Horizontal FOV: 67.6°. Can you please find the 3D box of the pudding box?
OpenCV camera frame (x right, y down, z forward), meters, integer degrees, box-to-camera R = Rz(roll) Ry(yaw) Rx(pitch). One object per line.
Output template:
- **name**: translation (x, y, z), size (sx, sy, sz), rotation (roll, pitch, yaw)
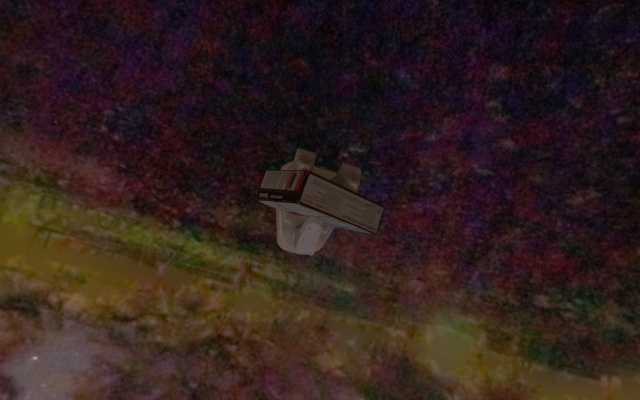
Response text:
- **pudding box**: translation (0.000, 0.002, 0.525), size (0.113, 0.039, 0.090), rotation (21, -10, -34)
